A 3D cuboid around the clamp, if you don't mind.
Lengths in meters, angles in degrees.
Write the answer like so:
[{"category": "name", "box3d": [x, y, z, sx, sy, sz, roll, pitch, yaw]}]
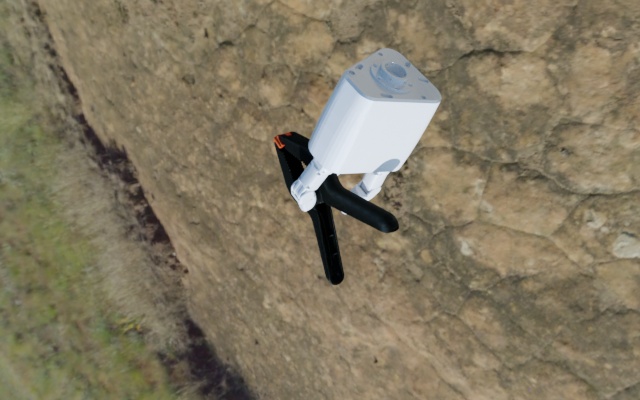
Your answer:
[{"category": "clamp", "box3d": [-0.001, 0.002, 0.620, 0.036, 0.210, 0.165, -20, -27, -36]}]
